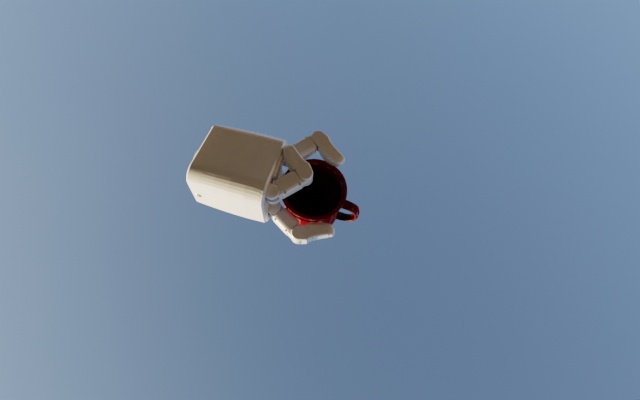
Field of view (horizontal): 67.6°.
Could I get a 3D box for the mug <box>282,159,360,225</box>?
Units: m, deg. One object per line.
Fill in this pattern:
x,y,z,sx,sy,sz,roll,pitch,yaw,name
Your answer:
0.002,0.003,0.695,0.117,0.093,0.081,17,-22,4,mug
